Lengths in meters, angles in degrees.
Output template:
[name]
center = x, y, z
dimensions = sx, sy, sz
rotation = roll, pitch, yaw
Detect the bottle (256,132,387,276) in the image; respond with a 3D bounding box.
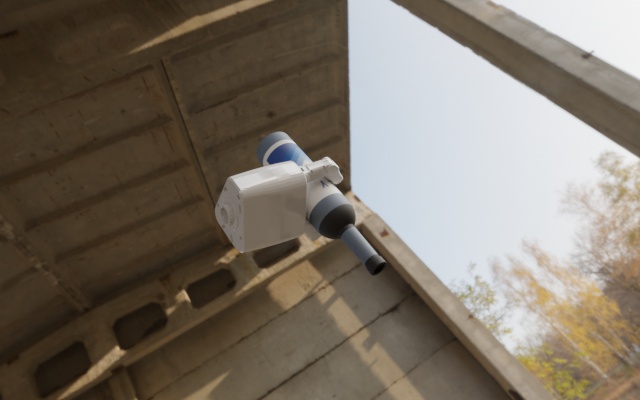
[bottle]
center = 0.000, 0.002, 0.746
dimensions = 0.069, 0.069, 0.295
rotation = 0, 40, -46
